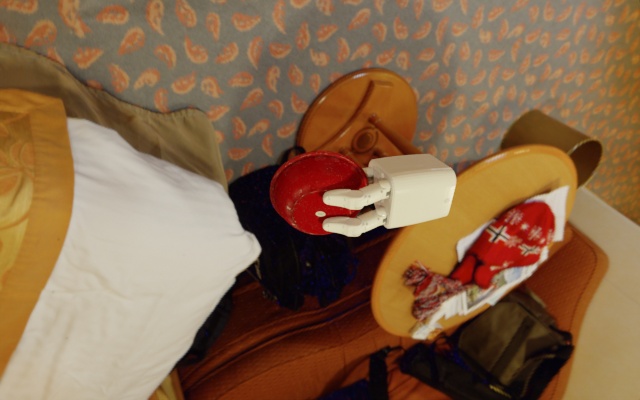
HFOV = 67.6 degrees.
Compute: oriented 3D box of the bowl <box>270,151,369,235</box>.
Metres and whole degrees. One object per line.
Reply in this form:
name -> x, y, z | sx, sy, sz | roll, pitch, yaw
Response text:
bowl -> -0.001, 0.003, 0.754 | 0.162, 0.162, 0.055 | 0, 40, -4
